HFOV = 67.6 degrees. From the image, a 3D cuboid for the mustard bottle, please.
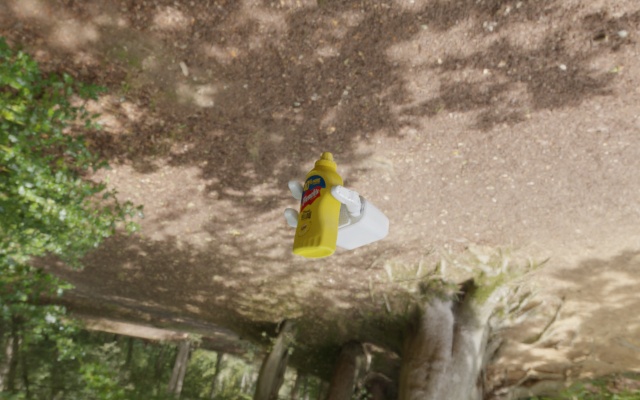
[{"bbox_3d":[0.000,0.003,0.854,0.058,0.191,0.096,19,-22,-28],"label":"mustard bottle"}]
